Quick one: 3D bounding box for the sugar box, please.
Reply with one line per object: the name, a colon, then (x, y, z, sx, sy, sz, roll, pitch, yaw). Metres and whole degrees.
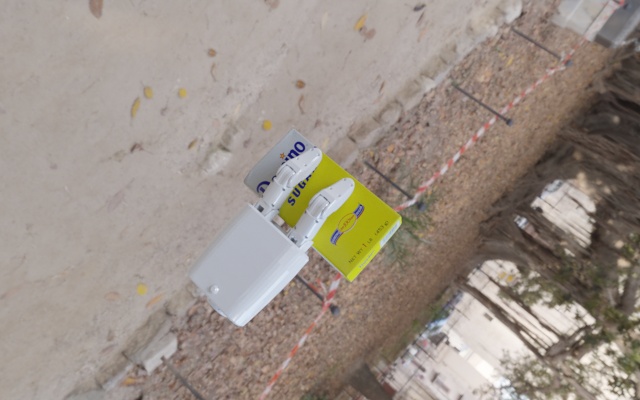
sugar box: (0.000, 0.002, 0.565, 0.176, 0.093, 0.048, 40, -7, 18)
